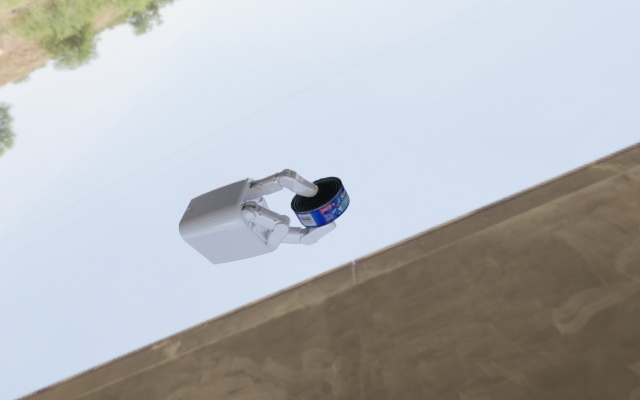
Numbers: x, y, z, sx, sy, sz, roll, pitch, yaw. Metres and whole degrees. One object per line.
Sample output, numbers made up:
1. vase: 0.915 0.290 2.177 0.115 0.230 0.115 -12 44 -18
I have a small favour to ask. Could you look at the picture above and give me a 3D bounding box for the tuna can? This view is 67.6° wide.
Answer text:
1. tuna can: 0.000 0.003 0.715 0.086 0.034 0.086 -22 28 13
